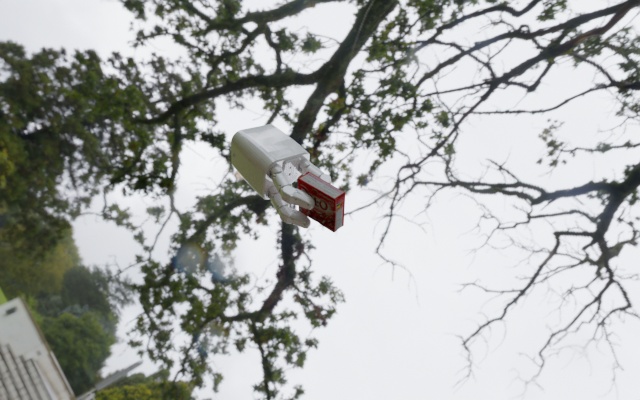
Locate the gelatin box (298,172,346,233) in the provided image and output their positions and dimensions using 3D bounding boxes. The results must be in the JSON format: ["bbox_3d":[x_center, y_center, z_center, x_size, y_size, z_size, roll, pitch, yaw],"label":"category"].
[{"bbox_3d":[0.001,0.003,0.815,0.089,0.073,0.030,30,47,32],"label":"gelatin box"}]
